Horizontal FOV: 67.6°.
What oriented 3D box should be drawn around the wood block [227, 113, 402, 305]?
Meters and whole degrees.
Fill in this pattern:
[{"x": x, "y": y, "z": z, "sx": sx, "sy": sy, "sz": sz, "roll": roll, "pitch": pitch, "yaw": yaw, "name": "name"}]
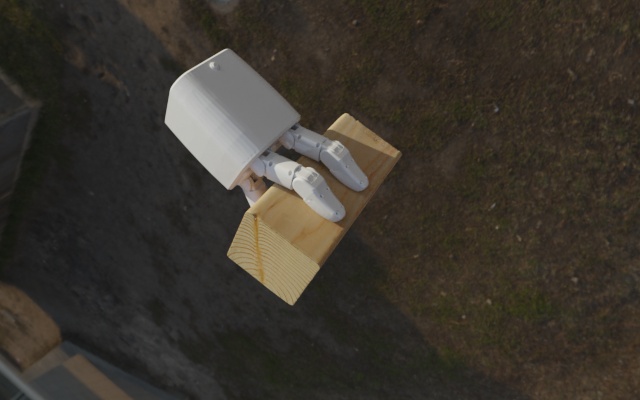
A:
[{"x": 0.000, "y": 0.002, "z": 0.540, "sx": 0.206, "sy": 0.090, "sz": 0.091, "roll": -50, "pitch": -5, "yaw": -42, "name": "wood block"}]
